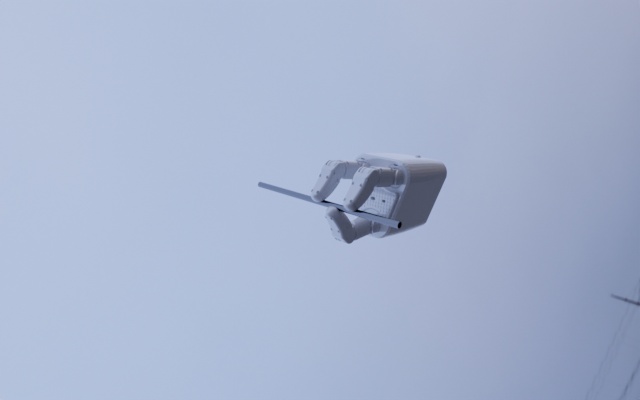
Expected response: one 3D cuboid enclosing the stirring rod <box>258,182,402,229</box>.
[{"bbox_3d":[0.000,0.002,0.601,0.239,0.011,0.011,16,11,42],"label":"stirring rod"}]
